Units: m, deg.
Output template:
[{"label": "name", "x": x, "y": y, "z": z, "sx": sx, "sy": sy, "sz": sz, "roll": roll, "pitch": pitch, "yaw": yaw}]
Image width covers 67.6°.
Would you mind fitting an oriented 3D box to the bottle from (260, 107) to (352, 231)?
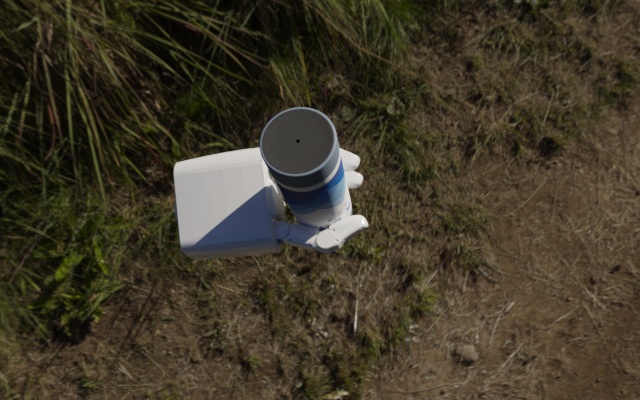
[{"label": "bottle", "x": 0.000, "y": 0.002, "z": 0.538, "sx": 0.069, "sy": 0.069, "sz": 0.296, "roll": 0, "pitch": -21, "yaw": 8}]
